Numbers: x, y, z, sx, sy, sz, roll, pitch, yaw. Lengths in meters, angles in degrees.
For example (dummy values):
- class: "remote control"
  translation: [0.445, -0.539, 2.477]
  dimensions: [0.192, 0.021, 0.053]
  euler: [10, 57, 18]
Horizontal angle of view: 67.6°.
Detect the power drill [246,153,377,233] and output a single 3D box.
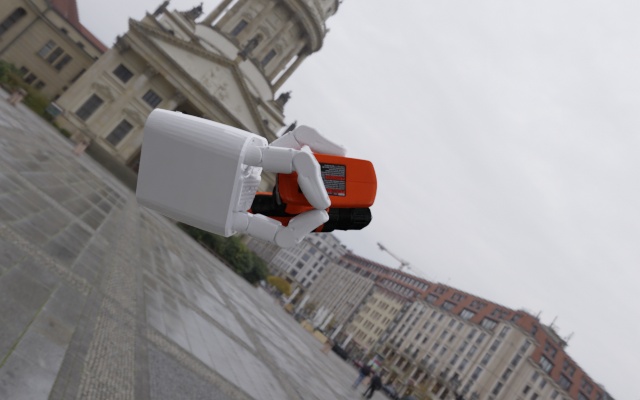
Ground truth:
- class: "power drill"
  translation: [0.000, 0.002, 0.577]
  dimensions: [0.184, 0.057, 0.188]
  euler: [2, -15, -16]
